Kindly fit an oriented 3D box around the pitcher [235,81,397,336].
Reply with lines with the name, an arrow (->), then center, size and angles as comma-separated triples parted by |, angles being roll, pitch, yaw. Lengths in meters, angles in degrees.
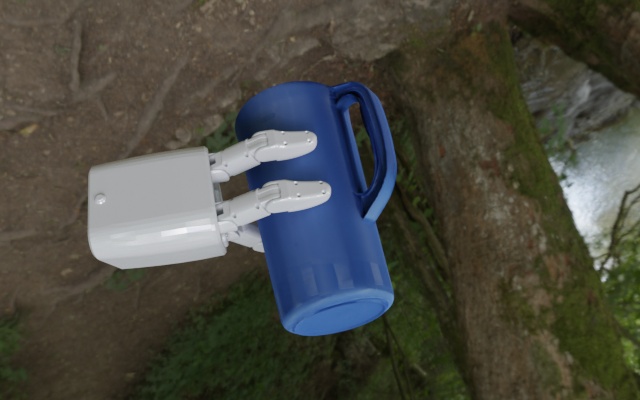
pitcher -> 0.000, 0.002, 0.490 | 0.145, 0.242, 0.149 | -8, -29, -12
